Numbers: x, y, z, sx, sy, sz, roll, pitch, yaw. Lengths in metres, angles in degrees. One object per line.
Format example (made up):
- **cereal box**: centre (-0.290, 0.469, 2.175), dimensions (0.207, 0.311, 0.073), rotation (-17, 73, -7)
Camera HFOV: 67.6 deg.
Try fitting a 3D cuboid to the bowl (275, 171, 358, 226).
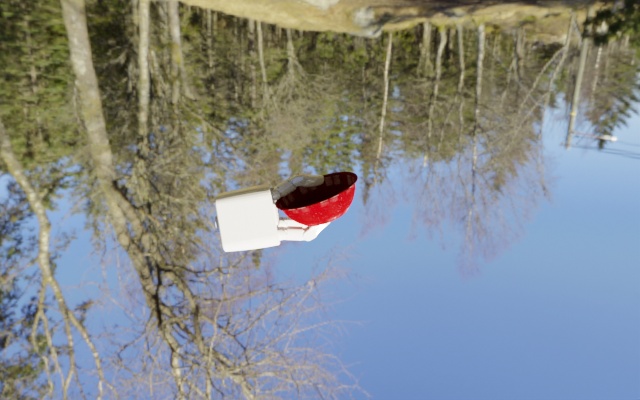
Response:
- **bowl**: centre (0.002, 0.003, 0.889), dimensions (0.162, 0.055, 0.162), rotation (-19, 18, 6)
